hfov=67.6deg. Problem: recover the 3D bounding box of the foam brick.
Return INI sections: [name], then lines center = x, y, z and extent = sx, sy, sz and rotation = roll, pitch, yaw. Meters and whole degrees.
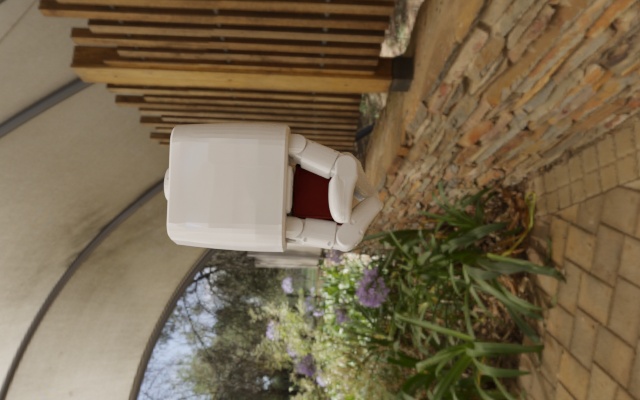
[foam brick]
center = 0.000, 0.002, 0.476
extent = 0.051, 0.053, 0.078
rotation = 2, -18, 0
